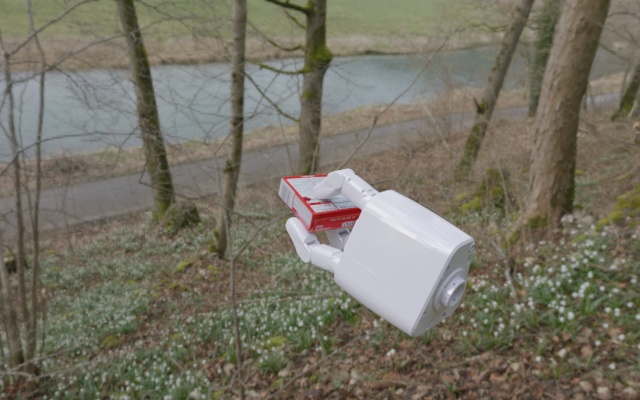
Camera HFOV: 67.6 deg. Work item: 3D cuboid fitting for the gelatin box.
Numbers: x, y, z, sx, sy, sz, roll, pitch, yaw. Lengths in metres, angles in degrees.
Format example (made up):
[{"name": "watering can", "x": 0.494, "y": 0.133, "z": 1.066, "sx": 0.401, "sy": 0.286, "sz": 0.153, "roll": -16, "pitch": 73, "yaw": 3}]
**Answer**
[{"name": "gelatin box", "x": 0.000, "y": 0.001, "z": 0.590, "sx": 0.073, "sy": 0.030, "sz": 0.089, "roll": -6, "pitch": 35, "yaw": -32}]
